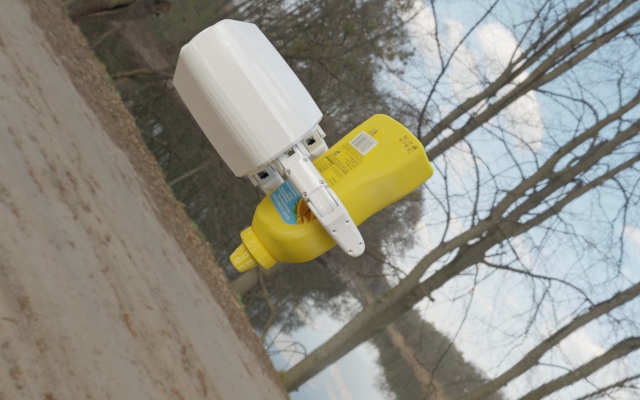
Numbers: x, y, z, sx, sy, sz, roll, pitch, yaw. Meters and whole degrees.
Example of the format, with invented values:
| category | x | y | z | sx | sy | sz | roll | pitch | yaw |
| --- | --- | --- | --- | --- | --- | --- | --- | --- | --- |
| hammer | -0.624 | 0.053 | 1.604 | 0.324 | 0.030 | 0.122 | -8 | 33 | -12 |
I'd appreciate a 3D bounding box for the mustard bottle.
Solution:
| category | x | y | z | sx | sy | sz | roll | pitch | yaw |
| --- | --- | --- | --- | --- | --- | --- | --- | --- | --- |
| mustard bottle | 0.000 | 0.002 | 0.432 | 0.191 | 0.058 | 0.096 | -36 | 36 | -1 |
